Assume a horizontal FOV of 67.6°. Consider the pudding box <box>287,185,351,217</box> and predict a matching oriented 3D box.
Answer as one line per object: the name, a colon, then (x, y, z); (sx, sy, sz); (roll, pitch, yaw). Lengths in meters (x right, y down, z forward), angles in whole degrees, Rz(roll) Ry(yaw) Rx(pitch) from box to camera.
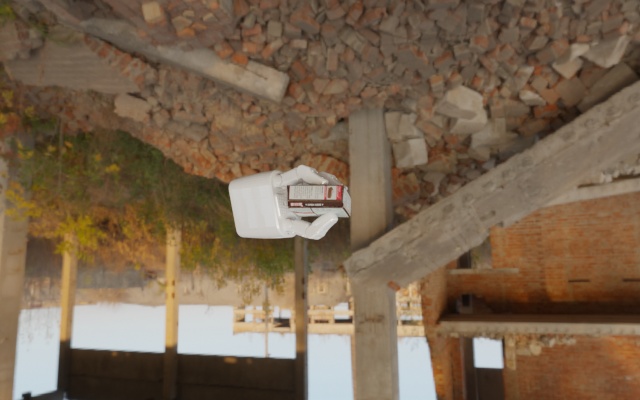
pudding box: (0.000, 0.003, 0.765); (0.090, 0.039, 0.113); (-1, -8, 8)
